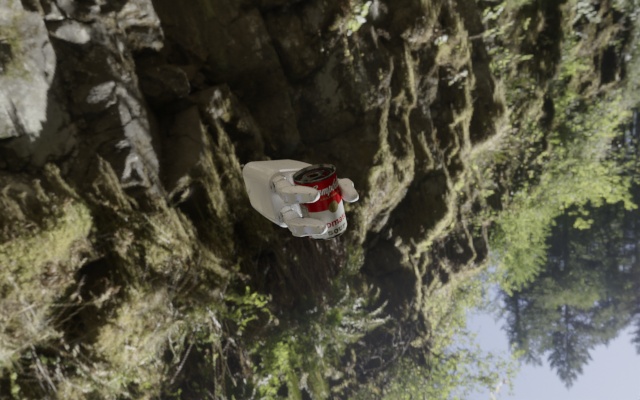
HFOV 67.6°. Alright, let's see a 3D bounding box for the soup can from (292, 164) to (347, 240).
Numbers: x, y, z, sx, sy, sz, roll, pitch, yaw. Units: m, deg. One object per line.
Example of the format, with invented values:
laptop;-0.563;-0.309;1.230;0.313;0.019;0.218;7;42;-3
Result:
soup can;0.001;0.003;0.746;0.068;0.102;0.068;-11;24;5
